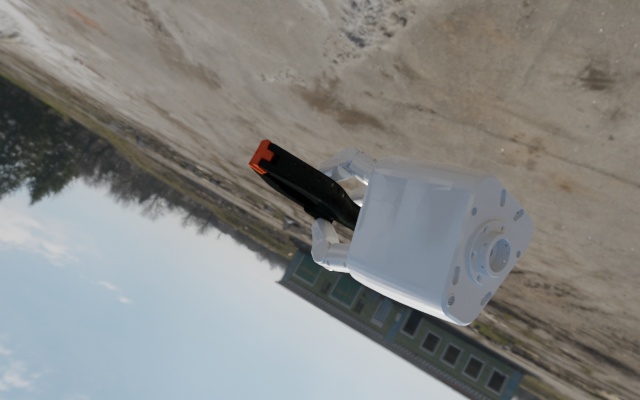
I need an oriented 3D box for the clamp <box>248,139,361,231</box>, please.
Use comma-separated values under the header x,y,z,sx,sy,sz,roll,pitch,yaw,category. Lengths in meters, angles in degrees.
x,y,z,sx,sy,sz,roll,pitch,yaw,category
-0.001,0.002,0.510,0.210,0.036,0.164,35,-13,-35,clamp
